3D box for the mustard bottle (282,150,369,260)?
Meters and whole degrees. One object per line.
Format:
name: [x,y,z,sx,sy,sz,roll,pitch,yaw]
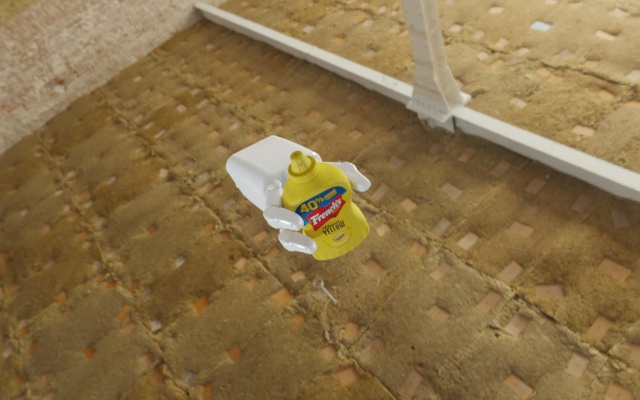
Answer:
mustard bottle: [0.000,0.003,0.671,0.096,0.192,0.058,-27,44,1]
